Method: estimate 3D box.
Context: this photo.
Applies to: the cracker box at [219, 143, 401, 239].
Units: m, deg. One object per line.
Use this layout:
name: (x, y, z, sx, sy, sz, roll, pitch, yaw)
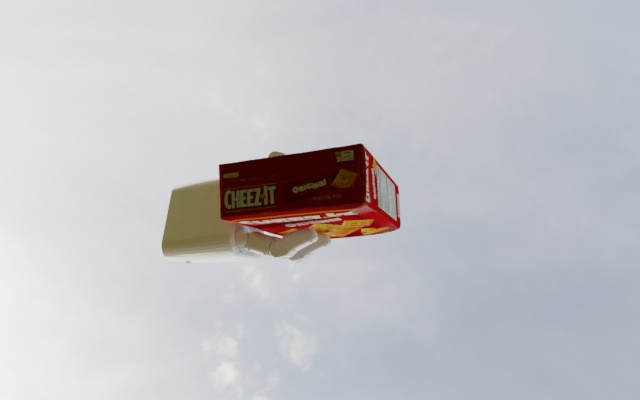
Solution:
cracker box: (0.000, 0.002, 0.586, 0.164, 0.072, 0.214, -7, -12, 18)
